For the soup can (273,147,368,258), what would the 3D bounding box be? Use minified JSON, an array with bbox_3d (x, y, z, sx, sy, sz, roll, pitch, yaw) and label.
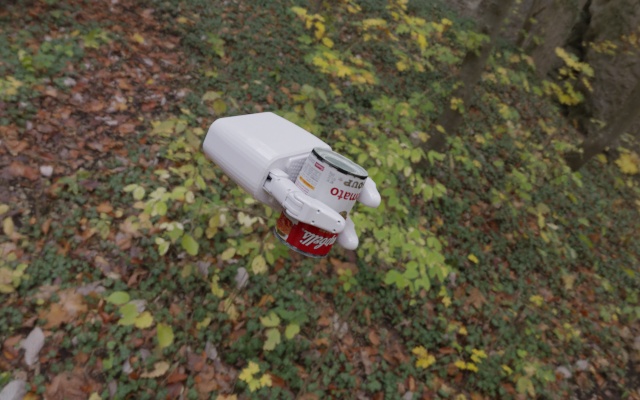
[{"bbox_3d":[0.000,0.002,0.519,0.068,0.102,0.068,24,17,-8],"label":"soup can"}]
